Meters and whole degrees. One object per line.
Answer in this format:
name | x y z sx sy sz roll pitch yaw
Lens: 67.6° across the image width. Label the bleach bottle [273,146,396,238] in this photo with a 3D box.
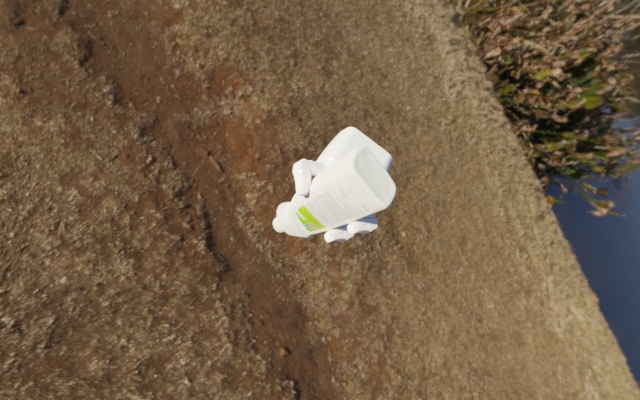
bleach bottle | 0.000 0.003 0.793 0.251 0.102 0.068 -24 23 44
